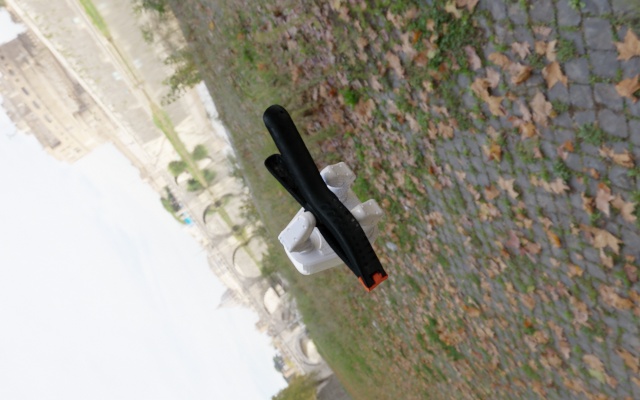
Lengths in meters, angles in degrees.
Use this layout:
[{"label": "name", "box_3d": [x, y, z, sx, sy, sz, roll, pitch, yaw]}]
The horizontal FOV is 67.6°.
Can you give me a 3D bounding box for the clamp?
[{"label": "clamp", "box_3d": [0.000, 0.003, 0.509, 0.036, 0.210, 0.165, -35, -14, -11]}]
